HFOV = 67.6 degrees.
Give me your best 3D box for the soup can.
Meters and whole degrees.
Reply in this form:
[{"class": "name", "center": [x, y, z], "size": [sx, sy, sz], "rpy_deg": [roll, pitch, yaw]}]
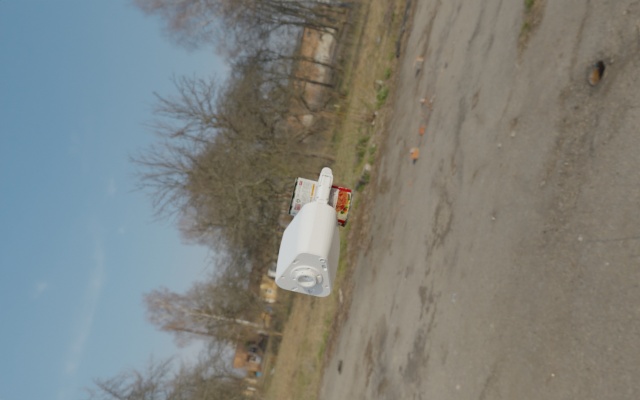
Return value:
[{"class": "soup can", "center": [0.000, 0.002, 0.836], "size": [0.102, 0.068, 0.068], "rpy_deg": [13, -1, -3]}]
